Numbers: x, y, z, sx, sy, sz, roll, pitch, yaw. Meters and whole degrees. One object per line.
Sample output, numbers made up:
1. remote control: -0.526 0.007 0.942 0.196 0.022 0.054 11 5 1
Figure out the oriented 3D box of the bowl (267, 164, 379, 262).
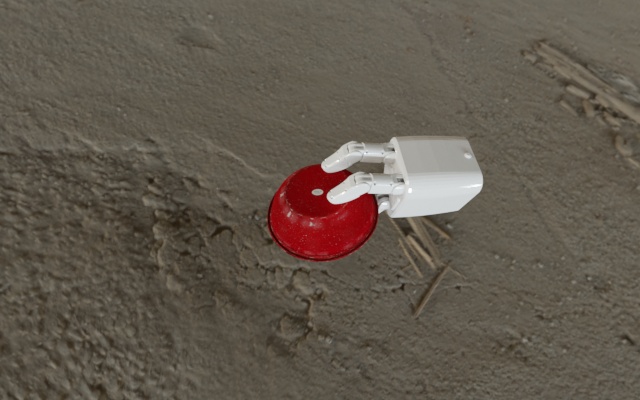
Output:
1. bowl: -0.001 0.002 0.665 0.162 0.162 0.055 0 -36 8
